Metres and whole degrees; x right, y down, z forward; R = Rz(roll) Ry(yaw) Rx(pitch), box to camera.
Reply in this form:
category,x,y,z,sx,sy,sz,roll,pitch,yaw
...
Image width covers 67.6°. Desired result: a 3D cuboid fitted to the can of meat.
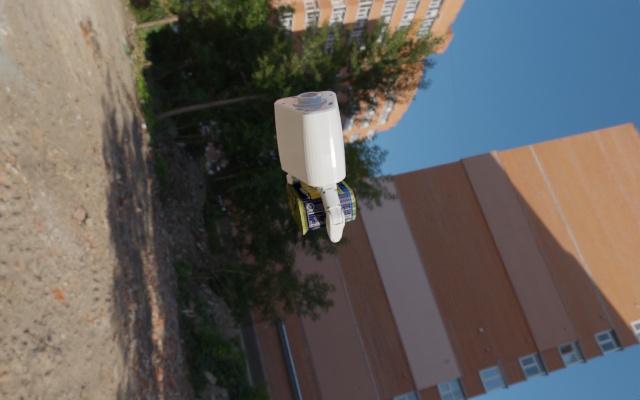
category,x,y,z,sx,sy,sz,roll,pitch,yaw
can of meat,0.000,0.002,0.733,0.084,0.057,0.102,-13,23,-11
